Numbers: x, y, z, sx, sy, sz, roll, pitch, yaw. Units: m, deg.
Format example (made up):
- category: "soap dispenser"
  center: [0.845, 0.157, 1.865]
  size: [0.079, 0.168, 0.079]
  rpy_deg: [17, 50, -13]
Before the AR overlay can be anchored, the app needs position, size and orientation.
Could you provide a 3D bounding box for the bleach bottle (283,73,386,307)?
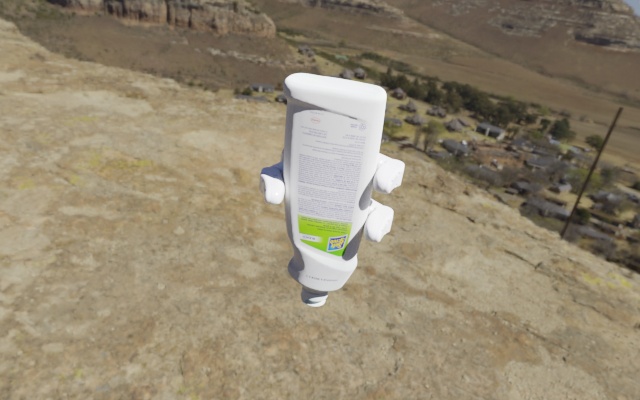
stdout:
- category: "bleach bottle"
  center: [0.000, 0.002, 0.507]
  size: [0.102, 0.251, 0.068]
  rpy_deg: [11, 25, 5]
